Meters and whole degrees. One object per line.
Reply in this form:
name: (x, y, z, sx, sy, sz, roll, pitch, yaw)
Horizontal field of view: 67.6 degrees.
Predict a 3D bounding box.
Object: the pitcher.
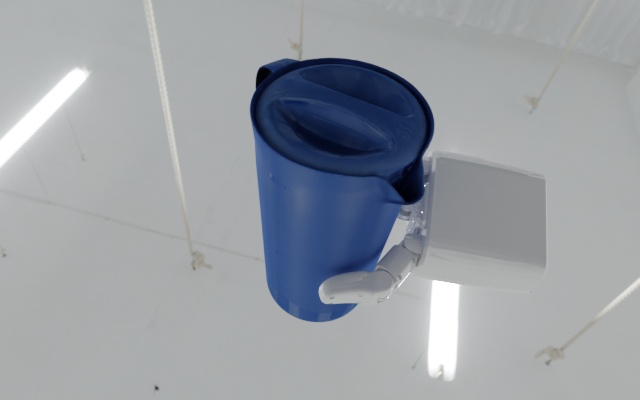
pitcher: (0.000, 0.001, 0.434, 0.145, 0.149, 0.243, 9, -41, 0)
